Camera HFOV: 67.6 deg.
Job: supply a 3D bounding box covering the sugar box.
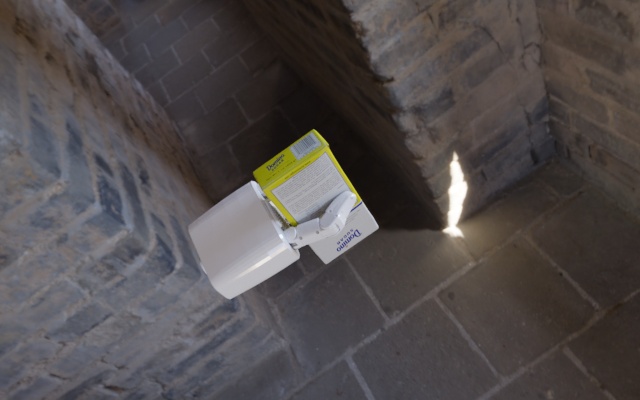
[{"bbox_3d":[0.000,0.002,0.613,0.093,0.048,0.176,-34,-43,1],"label":"sugar box"}]
